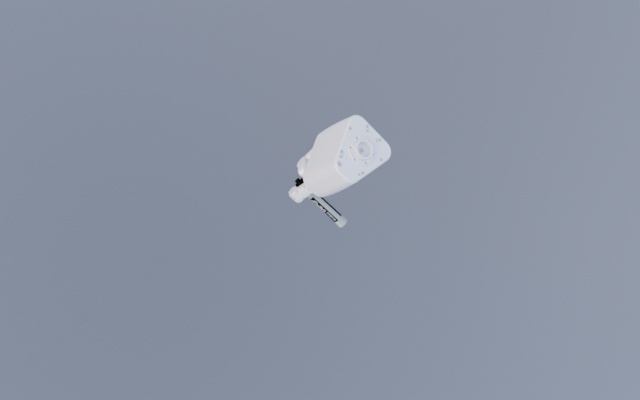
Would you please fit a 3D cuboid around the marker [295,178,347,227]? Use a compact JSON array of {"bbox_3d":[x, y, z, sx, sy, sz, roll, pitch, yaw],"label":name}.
[{"bbox_3d":[0.000,0.003,0.863,0.121,0.020,0.020,43,-13,-14],"label":"marker"}]
